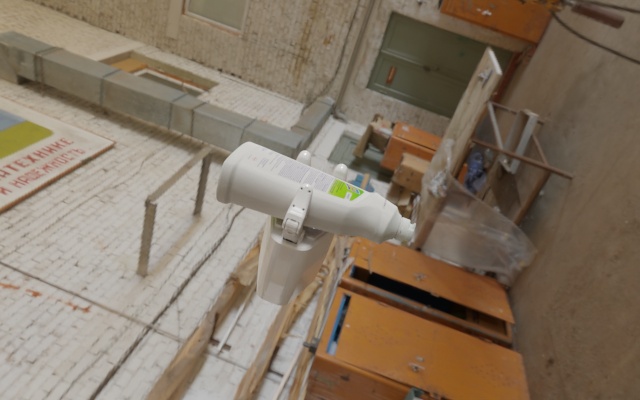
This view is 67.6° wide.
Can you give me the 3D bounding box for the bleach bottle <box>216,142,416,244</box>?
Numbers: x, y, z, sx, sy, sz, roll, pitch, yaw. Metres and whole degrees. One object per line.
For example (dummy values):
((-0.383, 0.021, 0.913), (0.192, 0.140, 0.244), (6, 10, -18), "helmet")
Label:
((0.000, 0.002, 0.623), (0.251, 0.068, 0.102), (21, 29, 4), "bleach bottle")
